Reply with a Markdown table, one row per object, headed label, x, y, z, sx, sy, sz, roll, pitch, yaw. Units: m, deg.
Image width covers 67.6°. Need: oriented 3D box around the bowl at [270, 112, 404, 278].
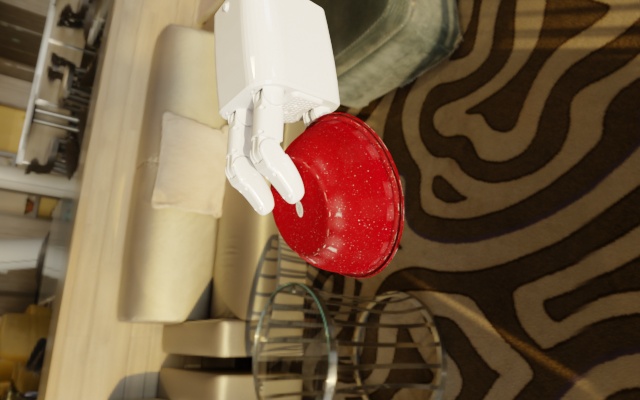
| label | x | y | z | sx | sy | sz | roll | pitch | yaw |
| --- | --- | --- | --- | --- | --- | --- | --- | --- | --- |
| bowl | 0.000 | 0.003 | 0.444 | 0.055 | 0.162 | 0.162 | -14 | 8 | -36 |
